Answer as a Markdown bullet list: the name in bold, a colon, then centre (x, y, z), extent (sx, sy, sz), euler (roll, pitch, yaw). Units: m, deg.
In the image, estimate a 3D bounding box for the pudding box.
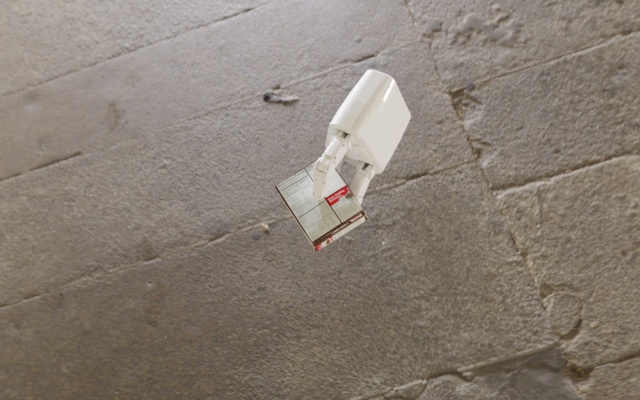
- **pudding box**: centre (0.000, 0.002, 0.685), extent (0.090, 0.113, 0.039), euler (-33, -26, -3)
